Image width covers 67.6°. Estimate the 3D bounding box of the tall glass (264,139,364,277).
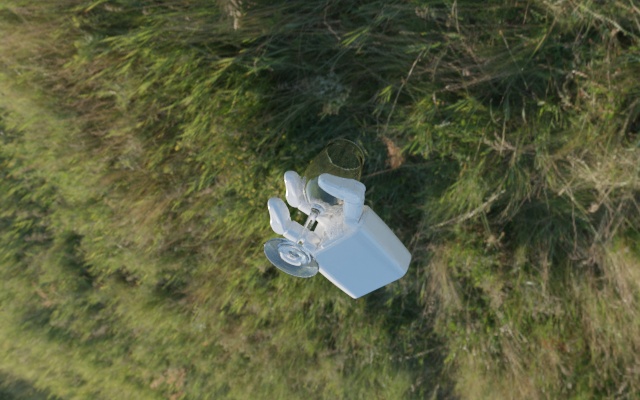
[{"bbox_3d":[0.000,0.002,0.647,0.079,0.201,0.079,16,-39,14],"label":"tall glass"}]
